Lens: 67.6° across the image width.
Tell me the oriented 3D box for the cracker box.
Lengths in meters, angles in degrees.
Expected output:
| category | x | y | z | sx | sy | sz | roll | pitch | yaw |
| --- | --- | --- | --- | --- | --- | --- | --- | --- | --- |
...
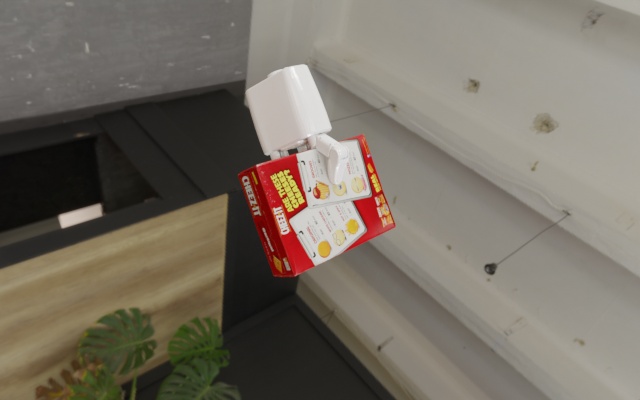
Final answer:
| category | x | y | z | sx | sy | sz | roll | pitch | yaw |
| --- | --- | --- | --- | --- | --- | --- | --- | --- | --- |
| cracker box | 0.000 | 0.002 | 0.737 | 0.213 | 0.164 | 0.072 | -21 | 3 | -36 |
